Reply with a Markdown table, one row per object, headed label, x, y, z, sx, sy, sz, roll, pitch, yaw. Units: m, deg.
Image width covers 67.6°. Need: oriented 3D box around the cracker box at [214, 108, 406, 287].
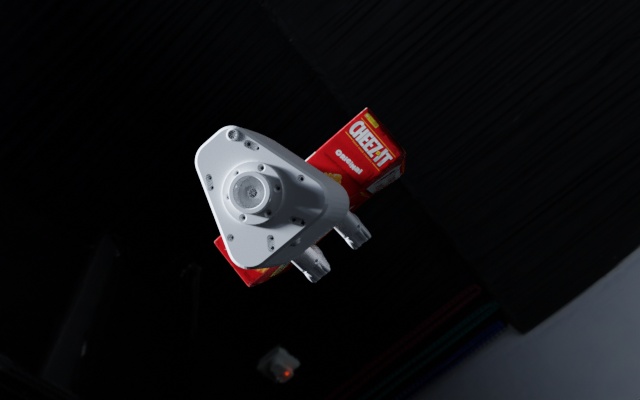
| label | x | y | z | sx | sy | sz | roll | pitch | yaw |
| --- | --- | --- | --- | --- | --- | --- | --- | --- | --- |
| cracker box | 0.000 | 0.002 | 0.563 | 0.214 | 0.072 | 0.164 | -40 | -7 | 6 |
